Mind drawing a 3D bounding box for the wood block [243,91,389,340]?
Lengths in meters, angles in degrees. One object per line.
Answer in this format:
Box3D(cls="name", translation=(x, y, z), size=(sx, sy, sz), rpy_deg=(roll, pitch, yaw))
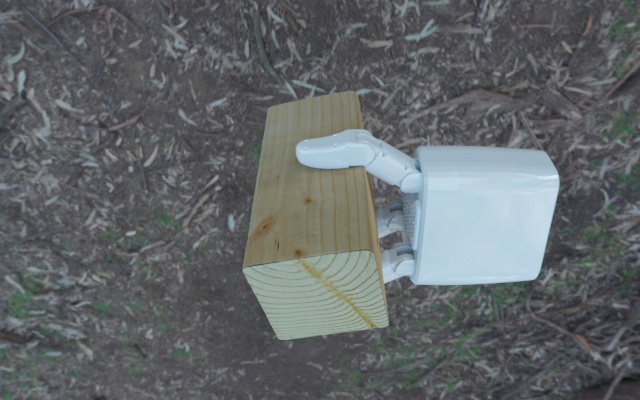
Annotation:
Box3D(cls="wood block", translation=(0.000, 0.001, 0.413), size=(0.090, 0.091, 0.206), rpy_deg=(-9, 41, 8))
